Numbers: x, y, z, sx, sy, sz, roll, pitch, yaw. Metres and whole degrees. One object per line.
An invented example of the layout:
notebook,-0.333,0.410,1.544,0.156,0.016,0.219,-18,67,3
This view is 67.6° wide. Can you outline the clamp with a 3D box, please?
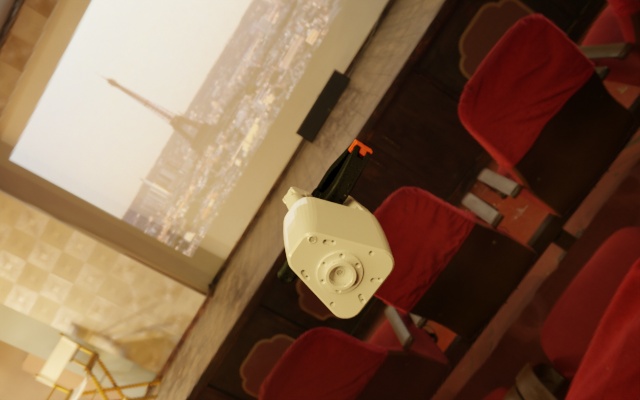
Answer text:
clamp,0.000,0.001,0.689,0.036,0.210,0.164,30,14,-15
